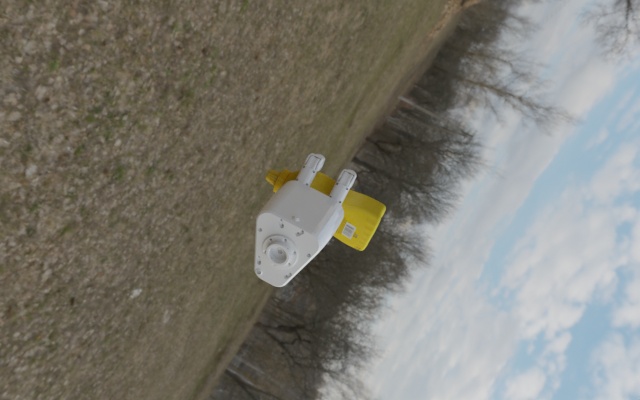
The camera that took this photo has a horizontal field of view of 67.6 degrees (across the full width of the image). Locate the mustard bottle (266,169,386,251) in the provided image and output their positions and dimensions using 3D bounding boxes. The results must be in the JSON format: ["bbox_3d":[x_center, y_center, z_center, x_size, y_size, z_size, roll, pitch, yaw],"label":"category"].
[{"bbox_3d":[0.000,0.002,0.753,0.191,0.058,0.096,27,-38,5],"label":"mustard bottle"}]
